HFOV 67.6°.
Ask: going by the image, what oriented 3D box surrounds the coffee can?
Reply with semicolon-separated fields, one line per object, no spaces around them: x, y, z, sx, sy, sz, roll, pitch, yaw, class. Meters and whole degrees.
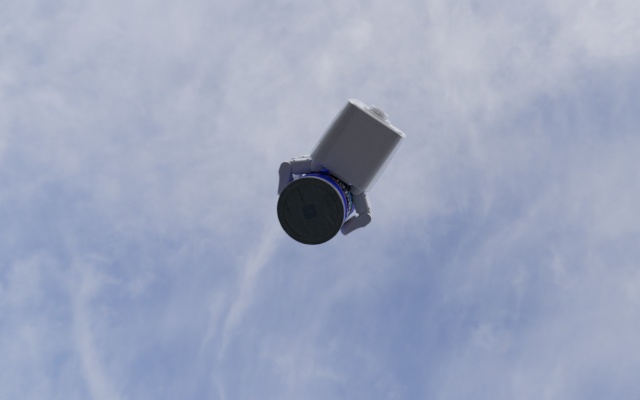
0.000;0.003;0.763;0.103;0.103;0.140;0;12;13;coffee can
